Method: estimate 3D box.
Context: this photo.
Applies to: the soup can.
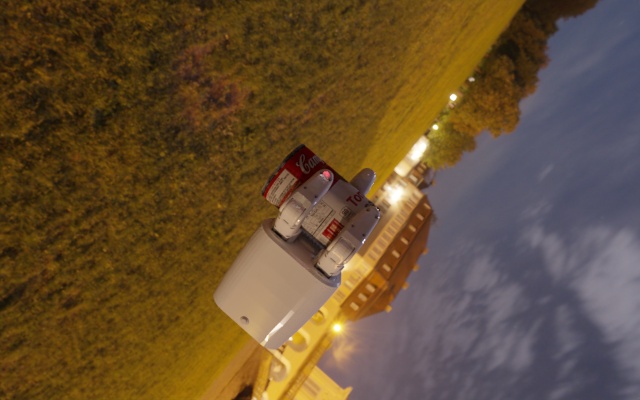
[{"bbox_3d":[0.001,0.001,0.480,0.102,0.068,0.068,40,4,4],"label":"soup can"}]
